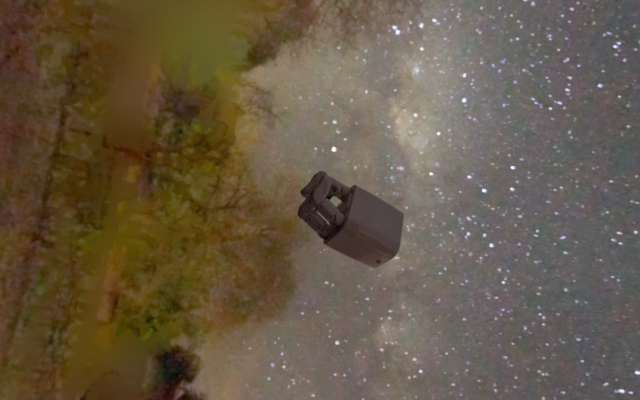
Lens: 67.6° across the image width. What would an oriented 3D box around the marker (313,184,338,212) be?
[{"bbox_3d":[0.000,0.003,0.854,0.020,0.020,0.121,0,-22,-22],"label":"marker"}]
